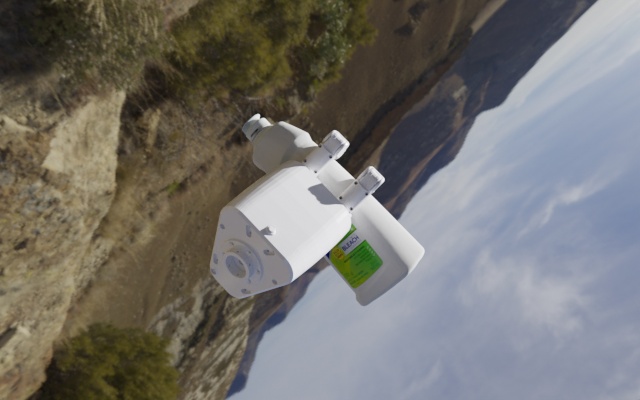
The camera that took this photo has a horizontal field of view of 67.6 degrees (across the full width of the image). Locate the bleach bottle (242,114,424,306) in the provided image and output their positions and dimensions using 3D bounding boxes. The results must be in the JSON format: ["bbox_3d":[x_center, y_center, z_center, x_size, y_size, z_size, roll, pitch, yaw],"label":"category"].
[{"bbox_3d":[0.000,0.002,0.563,0.068,0.251,0.103,-40,-6,-47],"label":"bleach bottle"}]
